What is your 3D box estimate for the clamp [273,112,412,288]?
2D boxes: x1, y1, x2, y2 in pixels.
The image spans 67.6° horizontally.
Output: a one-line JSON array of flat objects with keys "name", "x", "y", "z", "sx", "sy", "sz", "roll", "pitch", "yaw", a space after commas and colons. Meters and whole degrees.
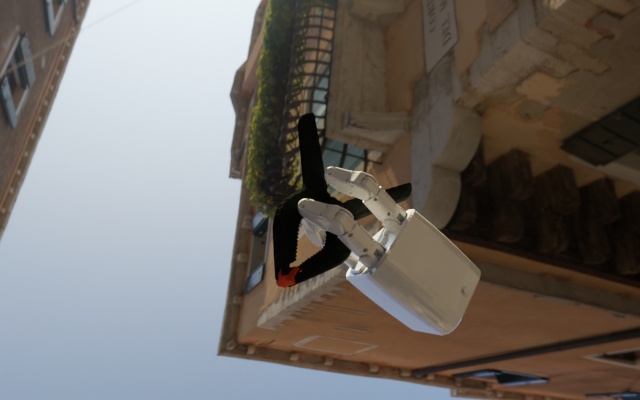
[{"name": "clamp", "x": 0.000, "y": 0.003, "z": 0.539, "sx": 0.164, "sy": 0.210, "sz": 0.036, "roll": 40, "pitch": -33, "yaw": -3}]
